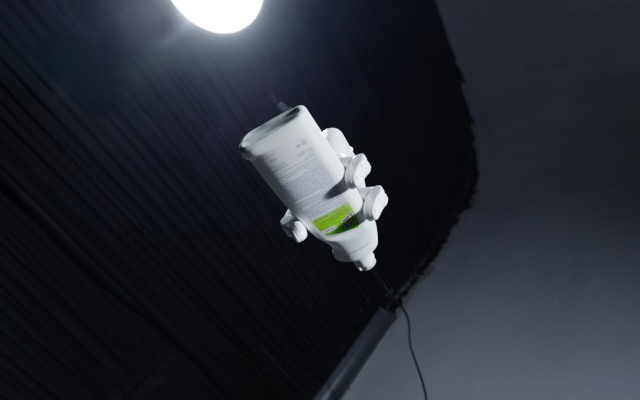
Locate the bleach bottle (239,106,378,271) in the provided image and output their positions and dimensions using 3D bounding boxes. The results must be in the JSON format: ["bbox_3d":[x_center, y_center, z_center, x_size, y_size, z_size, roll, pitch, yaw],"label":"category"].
[{"bbox_3d":[0.000,0.002,0.650,0.102,0.251,0.068,-26,26,14],"label":"bleach bottle"}]
